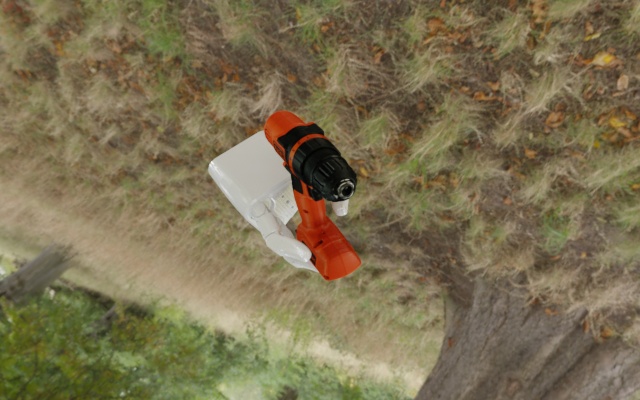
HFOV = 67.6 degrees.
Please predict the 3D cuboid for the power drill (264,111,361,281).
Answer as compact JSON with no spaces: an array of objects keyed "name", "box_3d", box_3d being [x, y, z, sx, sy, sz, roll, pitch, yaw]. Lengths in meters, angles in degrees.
[{"name":"power drill","box_3d":[0.000,0.002,0.559,0.057,0.188,0.184,-22,36,-13]}]
